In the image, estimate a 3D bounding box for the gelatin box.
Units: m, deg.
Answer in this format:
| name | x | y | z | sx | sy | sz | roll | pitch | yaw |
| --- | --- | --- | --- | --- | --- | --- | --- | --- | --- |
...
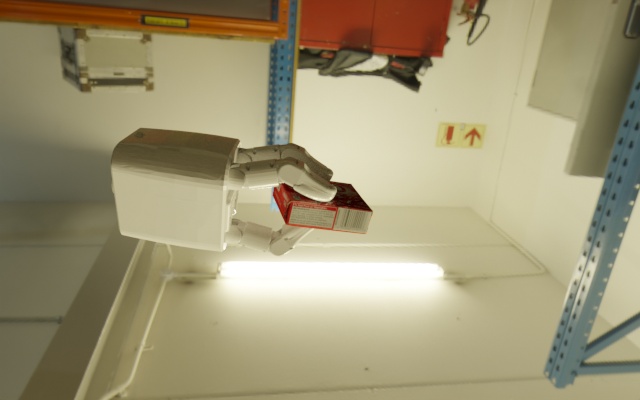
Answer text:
| name | x | y | z | sx | sy | sz | roll | pitch | yaw |
| --- | --- | --- | --- | --- | --- | --- | --- | --- | --- |
| gelatin box | 0.000 | 0.002 | 0.494 | 0.089 | 0.030 | 0.073 | 8 | 21 | -19 |
